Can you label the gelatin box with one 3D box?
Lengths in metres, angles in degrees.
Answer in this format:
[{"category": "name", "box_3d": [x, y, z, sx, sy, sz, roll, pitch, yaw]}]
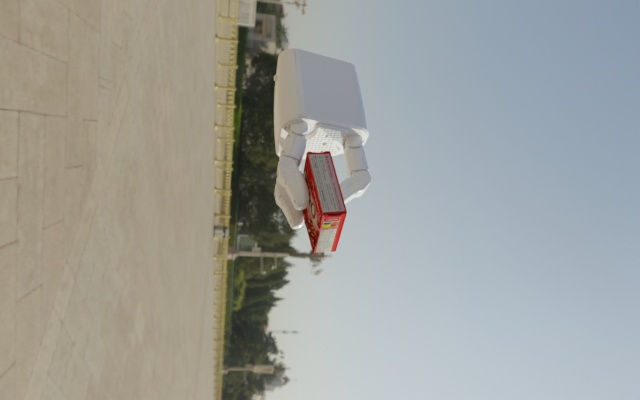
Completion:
[{"category": "gelatin box", "box_3d": [0.001, 0.002, 0.524, 0.030, 0.089, 0.073, -4, -37, -14]}]
